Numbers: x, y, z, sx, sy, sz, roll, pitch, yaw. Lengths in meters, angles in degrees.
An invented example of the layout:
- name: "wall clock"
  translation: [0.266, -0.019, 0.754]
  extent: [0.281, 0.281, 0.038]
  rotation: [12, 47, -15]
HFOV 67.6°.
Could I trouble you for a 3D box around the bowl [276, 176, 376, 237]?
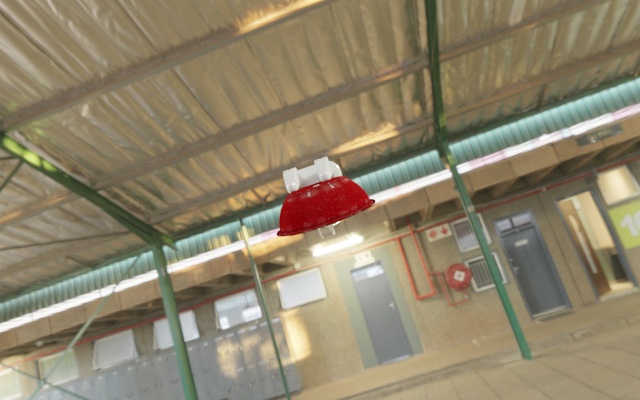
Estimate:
- name: "bowl"
  translation: [0.000, 0.002, 0.733]
  extent: [0.162, 0.055, 0.162]
  rotation: [-19, 6, 2]
